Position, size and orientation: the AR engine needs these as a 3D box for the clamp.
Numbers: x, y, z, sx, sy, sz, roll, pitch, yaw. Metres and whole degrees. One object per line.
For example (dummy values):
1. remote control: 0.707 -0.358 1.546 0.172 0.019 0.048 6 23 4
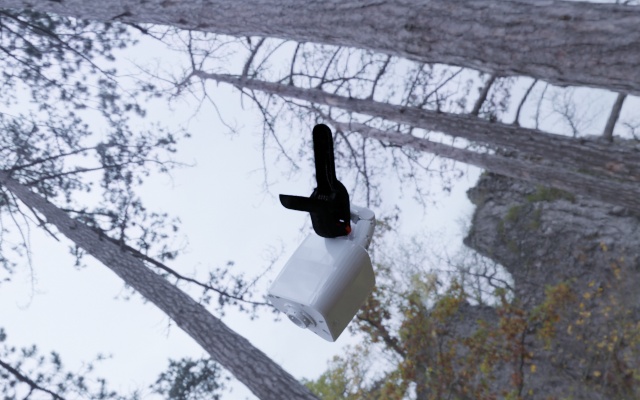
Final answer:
1. clamp: 0.000 0.002 0.610 0.039 0.120 0.172 13 -37 33
